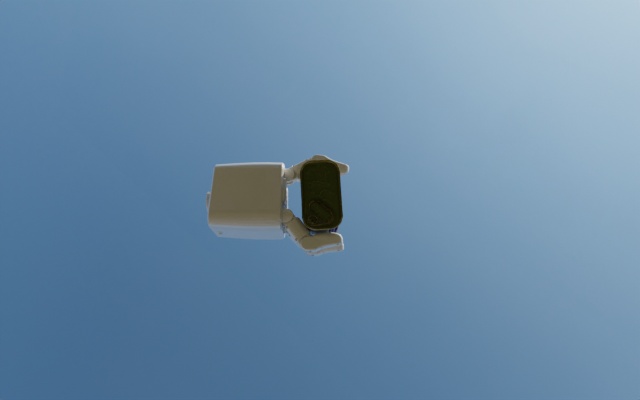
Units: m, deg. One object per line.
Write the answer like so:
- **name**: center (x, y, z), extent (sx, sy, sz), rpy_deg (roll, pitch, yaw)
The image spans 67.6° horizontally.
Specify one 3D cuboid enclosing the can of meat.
- **can of meat**: center (0.000, 0.002, 0.709), extent (0.057, 0.102, 0.084), rpy_deg (-3, -16, -2)
